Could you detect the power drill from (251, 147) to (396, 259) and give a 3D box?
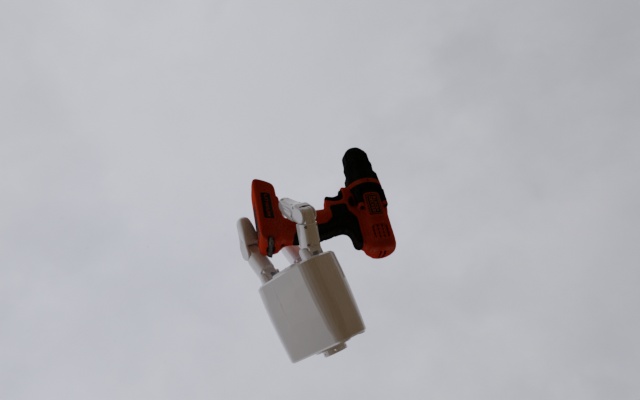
[{"bbox_3d":[0.000,0.002,0.668,0.187,0.184,0.057,-6,-36,-11],"label":"power drill"}]
